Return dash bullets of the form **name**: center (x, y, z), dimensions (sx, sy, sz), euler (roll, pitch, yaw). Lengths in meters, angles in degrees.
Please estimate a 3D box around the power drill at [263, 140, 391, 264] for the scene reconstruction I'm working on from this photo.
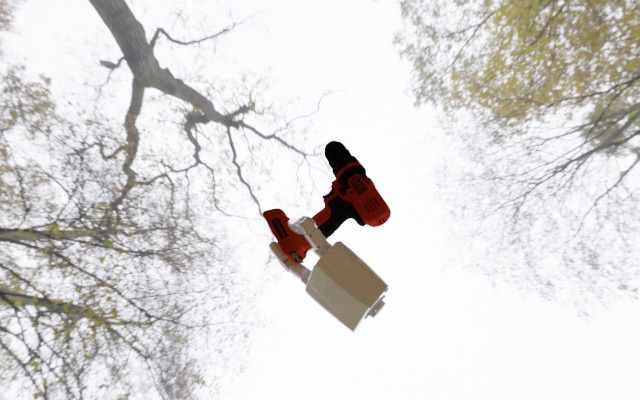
- **power drill**: center (0.000, 0.003, 0.799), dimensions (0.187, 0.184, 0.057), euler (-34, -34, 3)
